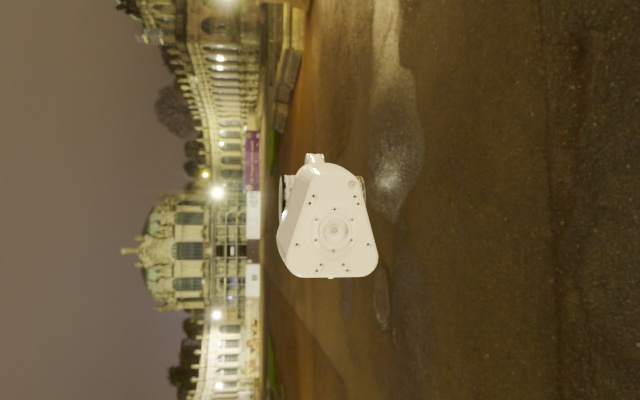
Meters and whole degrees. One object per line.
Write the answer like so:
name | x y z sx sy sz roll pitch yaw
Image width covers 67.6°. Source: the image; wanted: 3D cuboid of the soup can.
soup can | 0.000 0.002 0.605 0.102 0.068 0.068 1 0 -8
